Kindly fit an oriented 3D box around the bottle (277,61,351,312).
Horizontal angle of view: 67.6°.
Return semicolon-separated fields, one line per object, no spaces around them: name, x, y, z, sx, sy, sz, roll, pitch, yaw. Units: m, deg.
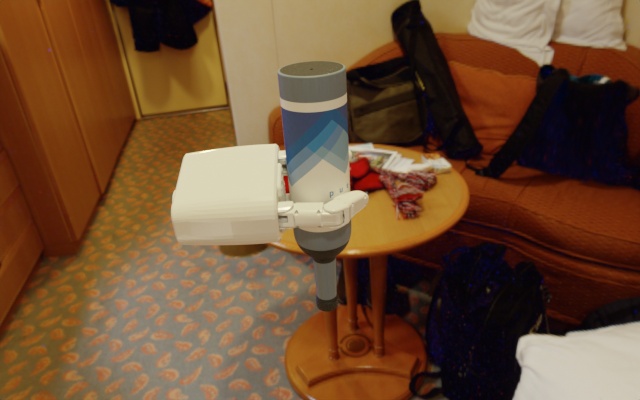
bottle;0.000;0.002;0.531;0.069;0.296;0.069;-3;28;2
